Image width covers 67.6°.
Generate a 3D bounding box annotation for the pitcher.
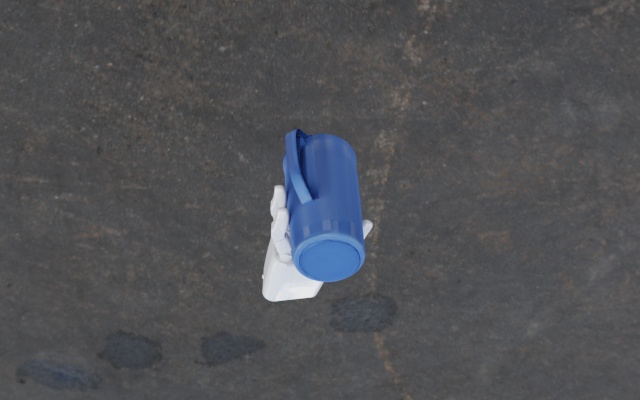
[{"bbox_3d":[0.000,0.003,0.779,0.149,0.145,0.242,11,40,-15],"label":"pitcher"}]
